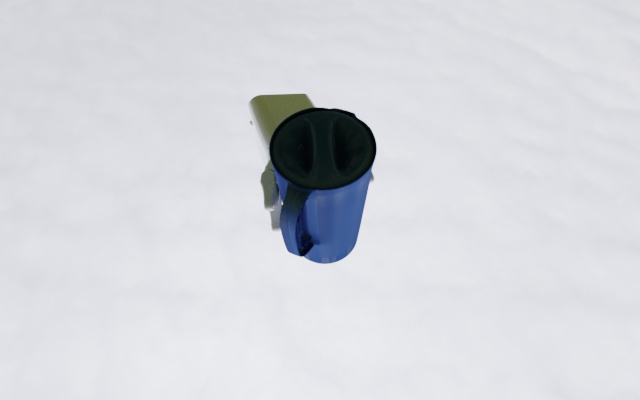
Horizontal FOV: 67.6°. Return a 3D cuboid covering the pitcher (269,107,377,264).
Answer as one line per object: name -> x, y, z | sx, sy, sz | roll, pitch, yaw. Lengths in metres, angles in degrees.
pitcher -> 0.000, 0.002, 0.680 | 0.149, 0.145, 0.243 | -19, -32, -11
